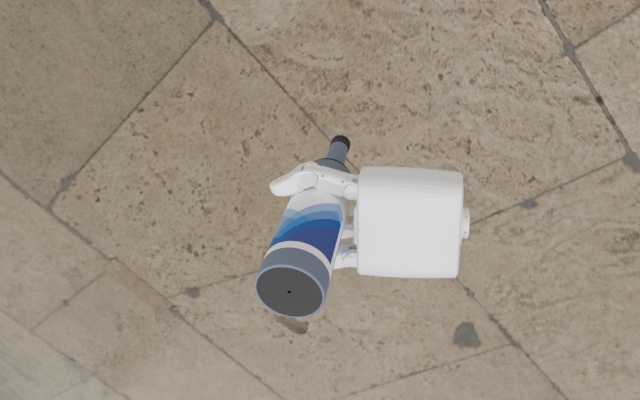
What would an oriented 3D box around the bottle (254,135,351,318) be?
[{"bbox_3d":[0.000,0.002,0.550,0.069,0.069,0.295,0,34,13],"label":"bottle"}]
